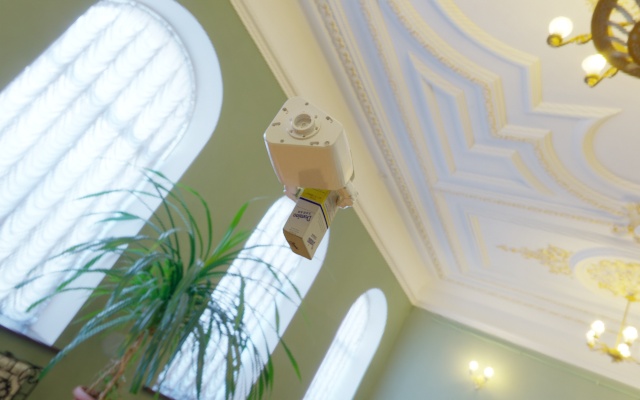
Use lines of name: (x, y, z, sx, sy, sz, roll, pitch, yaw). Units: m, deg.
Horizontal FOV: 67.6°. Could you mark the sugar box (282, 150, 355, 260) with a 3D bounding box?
sugar box: (0.000, 0.002, 0.800, 0.048, 0.176, 0.093, 23, -24, 21)
